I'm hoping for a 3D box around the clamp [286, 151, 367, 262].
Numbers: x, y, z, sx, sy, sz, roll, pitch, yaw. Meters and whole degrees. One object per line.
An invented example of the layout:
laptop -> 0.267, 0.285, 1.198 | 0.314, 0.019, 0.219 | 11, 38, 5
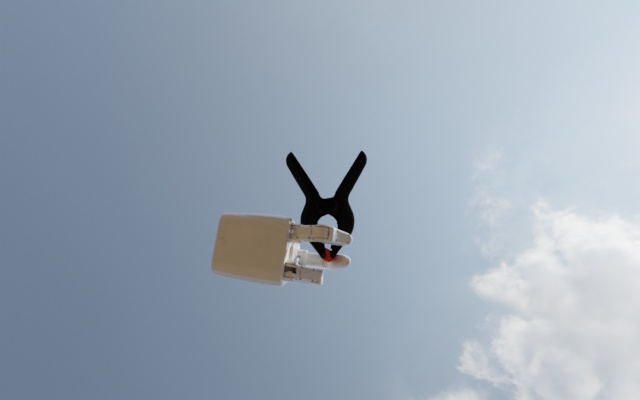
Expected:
clamp -> 0.000, 0.003, 0.705 | 0.120, 0.171, 0.039 | 6, -13, 8
